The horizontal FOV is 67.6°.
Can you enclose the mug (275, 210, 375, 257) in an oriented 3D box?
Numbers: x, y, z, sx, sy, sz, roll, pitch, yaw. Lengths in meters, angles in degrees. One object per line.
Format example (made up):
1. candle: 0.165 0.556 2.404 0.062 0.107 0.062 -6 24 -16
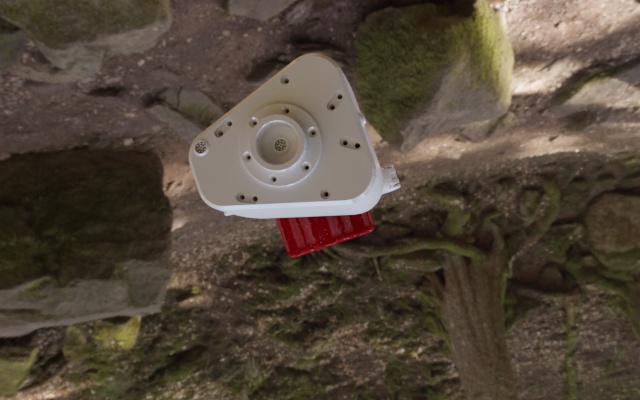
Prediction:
1. mug: 0.000 0.002 0.439 0.093 0.081 0.117 -19 -5 7
